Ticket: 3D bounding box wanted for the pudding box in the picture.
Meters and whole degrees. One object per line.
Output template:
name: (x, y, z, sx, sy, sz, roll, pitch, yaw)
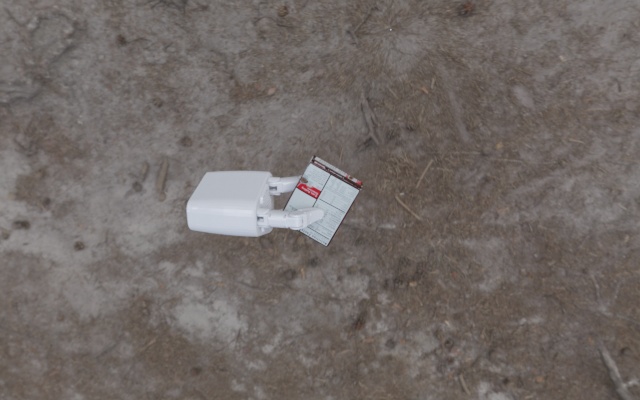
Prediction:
pudding box: (0.000, 0.002, 0.728, 0.090, 0.113, 0.039, 29, 22, -1)
